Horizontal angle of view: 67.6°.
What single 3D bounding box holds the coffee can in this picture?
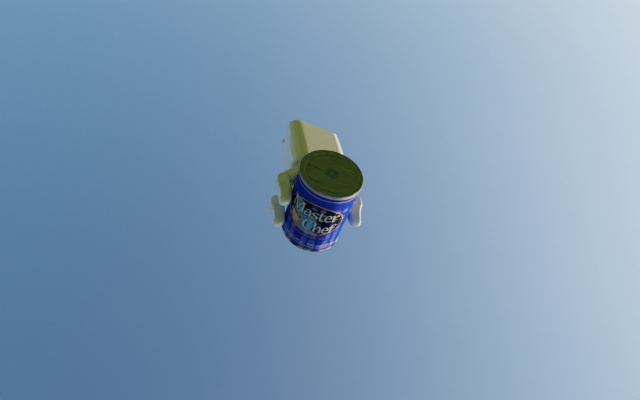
[{"bbox_3d":[0.000,0.003,0.783,0.103,0.102,0.140,0,-41,-20],"label":"coffee can"}]
